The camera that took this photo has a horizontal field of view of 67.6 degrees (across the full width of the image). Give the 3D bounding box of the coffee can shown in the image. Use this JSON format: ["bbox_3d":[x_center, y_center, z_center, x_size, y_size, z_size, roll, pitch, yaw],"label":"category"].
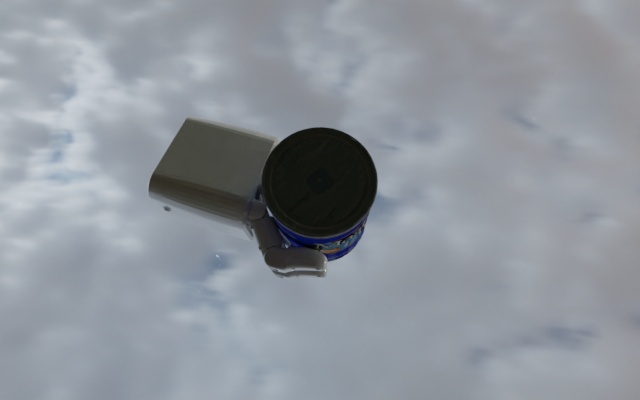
[{"bbox_3d":[0.000,0.002,0.485,0.103,0.102,0.140,0,-16,1],"label":"coffee can"}]
